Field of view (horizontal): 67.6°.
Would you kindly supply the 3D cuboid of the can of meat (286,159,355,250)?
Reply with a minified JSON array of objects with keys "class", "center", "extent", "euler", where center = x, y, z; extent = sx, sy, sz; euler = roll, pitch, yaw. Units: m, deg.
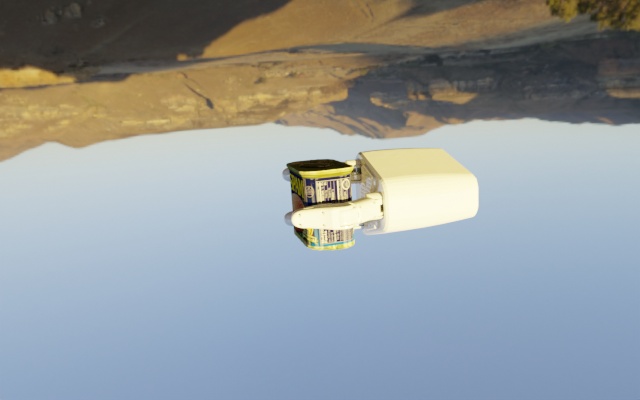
[{"class":"can of meat","center":[0.000,0.002,0.523],"extent":[0.057,0.084,0.102],"euler":[-7,12,-14]}]
